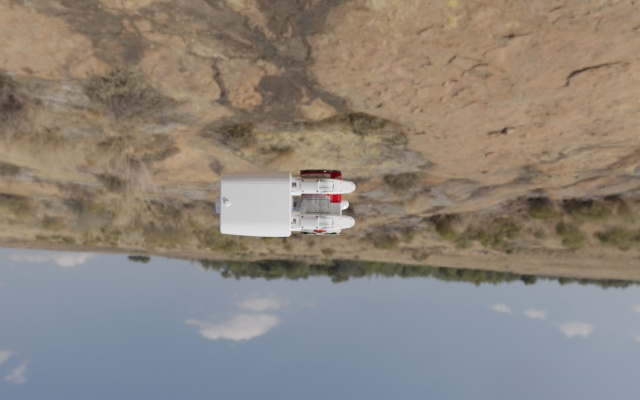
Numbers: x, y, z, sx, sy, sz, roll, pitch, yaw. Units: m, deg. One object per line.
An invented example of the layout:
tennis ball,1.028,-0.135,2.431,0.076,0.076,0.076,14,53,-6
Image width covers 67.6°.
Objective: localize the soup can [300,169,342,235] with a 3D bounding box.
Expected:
soup can,0.001,0.003,0.767,0.068,0.102,0.068,1,0,0
